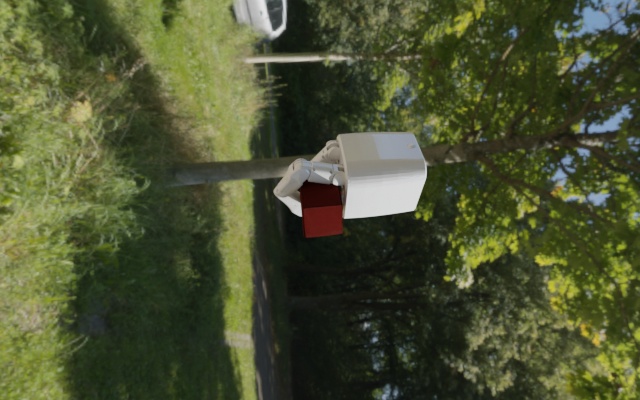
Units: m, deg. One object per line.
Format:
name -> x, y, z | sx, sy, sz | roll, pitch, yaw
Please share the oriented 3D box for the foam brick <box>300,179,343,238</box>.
foam brick -> 0.000, 0.002, 0.625 | 0.051, 0.053, 0.078 | -4, 42, -4
